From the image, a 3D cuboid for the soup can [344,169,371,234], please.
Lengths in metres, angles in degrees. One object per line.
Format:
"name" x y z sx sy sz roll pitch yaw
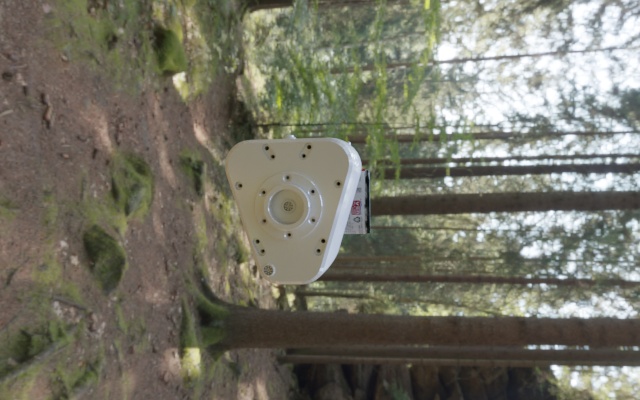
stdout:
"soup can" 0.000 0.002 0.494 0.102 0.068 0.068 -1 0 6
